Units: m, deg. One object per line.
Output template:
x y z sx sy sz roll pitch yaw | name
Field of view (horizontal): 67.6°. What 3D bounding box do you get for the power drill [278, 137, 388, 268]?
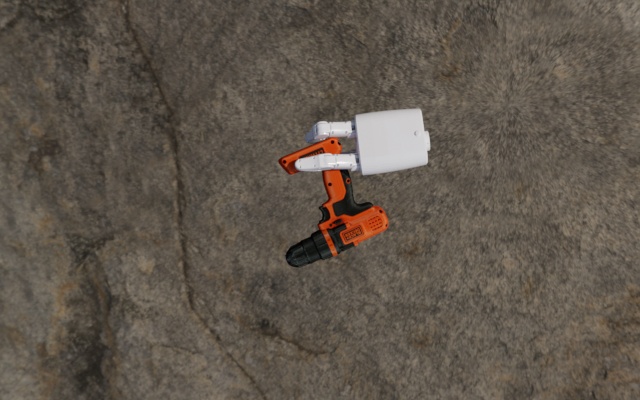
0.000 0.002 0.797 0.184 0.188 0.057 -24 10 -5 | power drill
